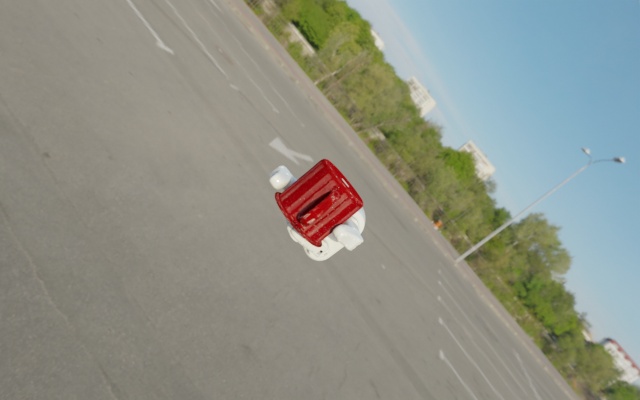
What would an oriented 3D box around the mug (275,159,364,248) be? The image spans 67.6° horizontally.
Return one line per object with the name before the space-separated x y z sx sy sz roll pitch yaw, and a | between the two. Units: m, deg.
mug | 0.000 0.002 0.608 0.081 0.093 0.117 -40 3 10
